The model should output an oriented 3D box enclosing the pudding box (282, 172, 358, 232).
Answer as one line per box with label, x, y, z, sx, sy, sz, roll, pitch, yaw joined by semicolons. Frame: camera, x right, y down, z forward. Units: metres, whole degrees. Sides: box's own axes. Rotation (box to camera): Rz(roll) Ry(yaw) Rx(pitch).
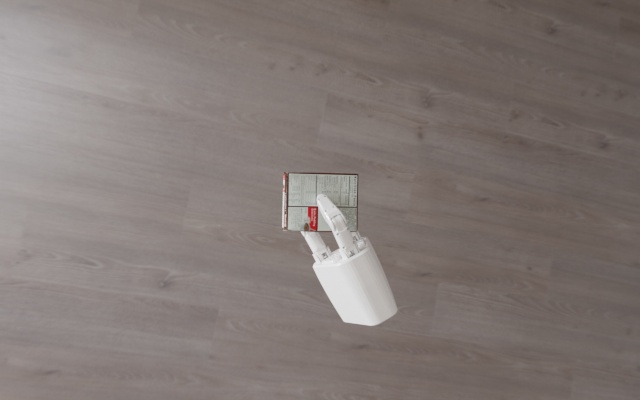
pudding box;0.000;0.002;0.718;0.113;0.090;0.039;1;0;-13
